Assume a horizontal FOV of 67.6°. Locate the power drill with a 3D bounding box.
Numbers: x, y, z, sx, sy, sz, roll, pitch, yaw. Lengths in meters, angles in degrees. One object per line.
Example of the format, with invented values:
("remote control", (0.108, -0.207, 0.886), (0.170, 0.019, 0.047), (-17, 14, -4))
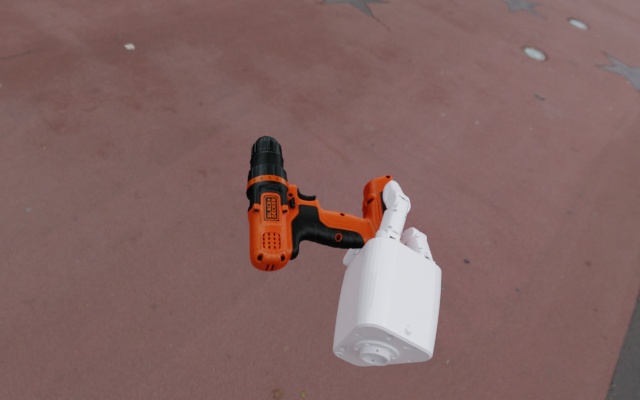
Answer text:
("power drill", (0.001, 0.002, 0.605), (0.187, 0.184, 0.057), (2, -29, -12))
